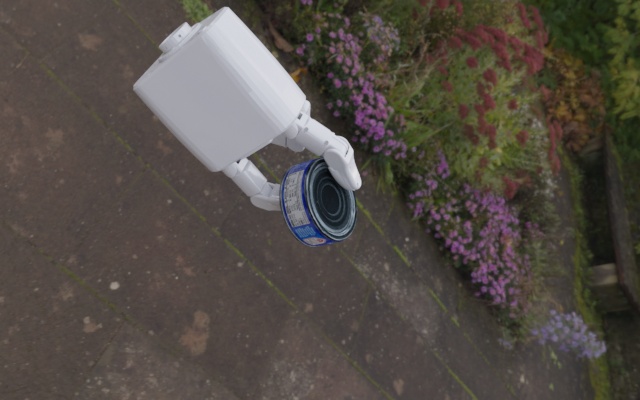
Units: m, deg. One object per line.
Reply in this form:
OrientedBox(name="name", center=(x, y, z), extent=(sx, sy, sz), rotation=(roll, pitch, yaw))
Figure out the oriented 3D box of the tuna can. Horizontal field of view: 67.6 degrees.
OrientedBox(name="tuna can", center=(0.001, 0.001, 0.473), extent=(0.034, 0.086, 0.086), rotation=(-15, -9, 36))
